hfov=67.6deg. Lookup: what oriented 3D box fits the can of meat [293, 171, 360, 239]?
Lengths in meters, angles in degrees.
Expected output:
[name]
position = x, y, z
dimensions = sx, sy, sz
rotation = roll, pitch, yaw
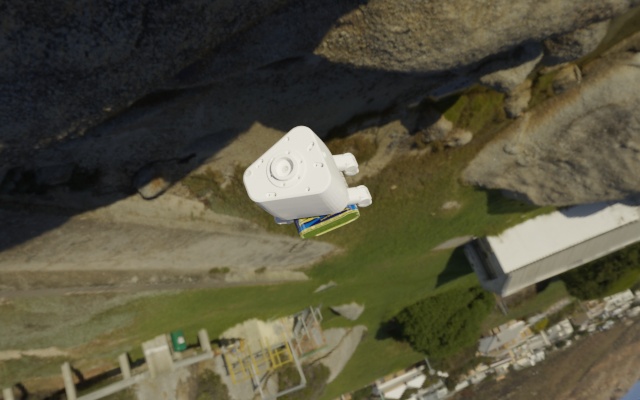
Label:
[can of meat]
position = 0.000, 0.003, 0.731
dimensions = 0.102, 0.084, 0.057
rotation = -23, -17, 4
